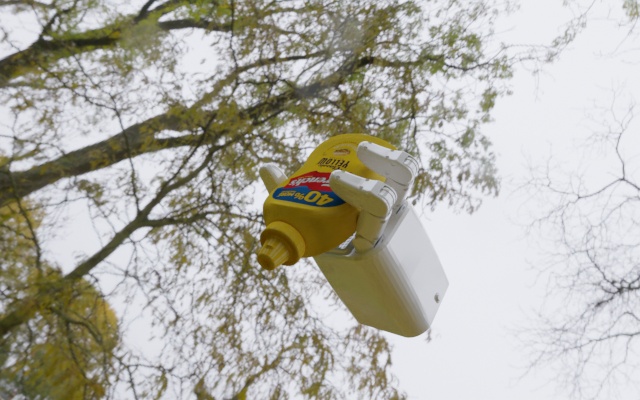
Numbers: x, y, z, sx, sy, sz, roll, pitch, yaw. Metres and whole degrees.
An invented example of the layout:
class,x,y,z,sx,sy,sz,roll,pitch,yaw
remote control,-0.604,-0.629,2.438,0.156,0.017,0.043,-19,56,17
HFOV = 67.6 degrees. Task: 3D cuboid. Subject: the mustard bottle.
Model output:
class,x,y,z,sx,sy,sz,roll,pitch,yaw
mustard bottle,0.000,0.001,0.464,0.096,0.058,0.191,11,39,28
